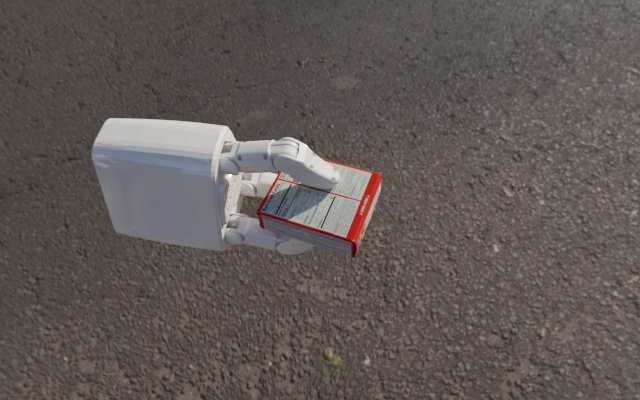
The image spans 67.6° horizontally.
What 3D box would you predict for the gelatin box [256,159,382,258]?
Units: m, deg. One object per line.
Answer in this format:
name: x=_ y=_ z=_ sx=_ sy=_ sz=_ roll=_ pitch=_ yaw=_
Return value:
gelatin box: x=0.000 y=0.001 z=0.413 sx=0.089 sy=0.073 sz=0.030 roll=15 pitch=-33 yaw=15
